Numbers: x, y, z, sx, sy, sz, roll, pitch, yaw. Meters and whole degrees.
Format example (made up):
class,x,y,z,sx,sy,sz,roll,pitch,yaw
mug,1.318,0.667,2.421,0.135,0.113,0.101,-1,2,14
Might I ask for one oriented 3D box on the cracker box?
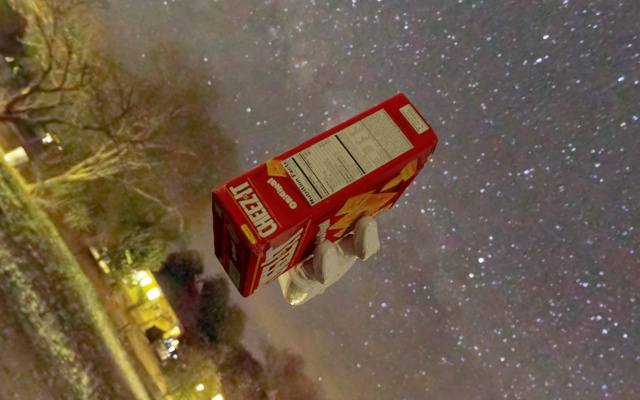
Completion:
class,x,y,z,sx,sy,sz,roll,pitch,yaw
cracker box,0.000,0.001,0.489,0.213,0.072,0.164,-31,-16,-22
